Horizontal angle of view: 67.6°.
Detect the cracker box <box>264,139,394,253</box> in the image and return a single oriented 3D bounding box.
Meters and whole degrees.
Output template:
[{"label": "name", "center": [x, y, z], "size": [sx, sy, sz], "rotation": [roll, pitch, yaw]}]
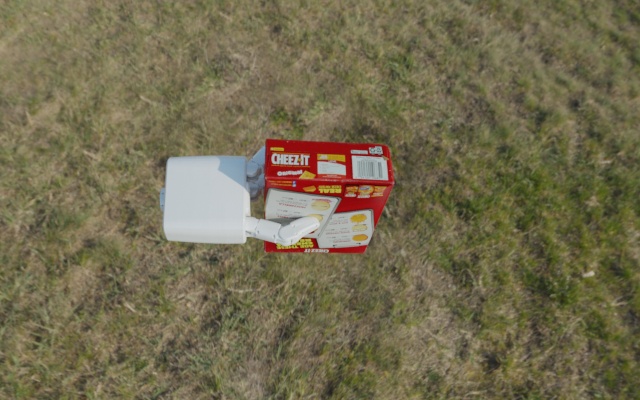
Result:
[{"label": "cracker box", "center": [0.000, 0.002, 0.689], "size": [0.164, 0.072, 0.214], "rotation": [2, -31, -6]}]
